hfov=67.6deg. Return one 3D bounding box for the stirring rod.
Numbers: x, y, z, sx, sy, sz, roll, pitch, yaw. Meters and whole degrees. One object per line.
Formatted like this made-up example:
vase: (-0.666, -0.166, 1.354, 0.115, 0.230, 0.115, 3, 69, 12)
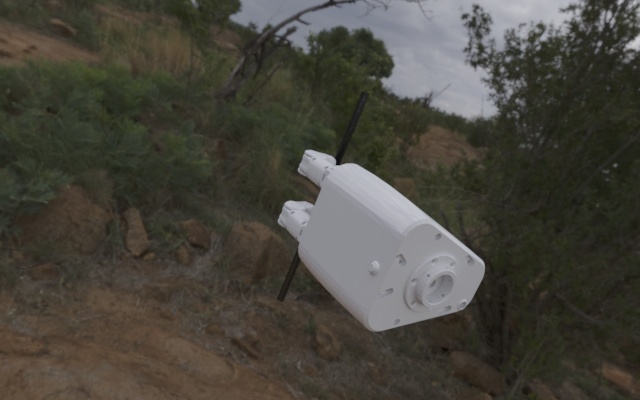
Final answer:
stirring rod: (0.000, 0.002, 0.499, 0.011, 0.239, 0.011, 21, 14, -5)
